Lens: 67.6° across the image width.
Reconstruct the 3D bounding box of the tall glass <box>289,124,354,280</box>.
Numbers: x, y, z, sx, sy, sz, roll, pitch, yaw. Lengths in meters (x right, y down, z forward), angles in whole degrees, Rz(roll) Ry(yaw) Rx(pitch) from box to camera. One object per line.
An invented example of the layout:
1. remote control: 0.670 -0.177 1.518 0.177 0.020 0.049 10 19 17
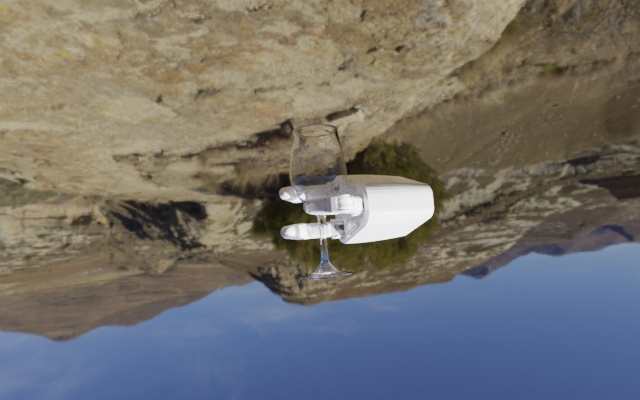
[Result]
1. tall glass: 0.000 0.003 0.643 0.079 0.201 0.079 -5 -5 0
